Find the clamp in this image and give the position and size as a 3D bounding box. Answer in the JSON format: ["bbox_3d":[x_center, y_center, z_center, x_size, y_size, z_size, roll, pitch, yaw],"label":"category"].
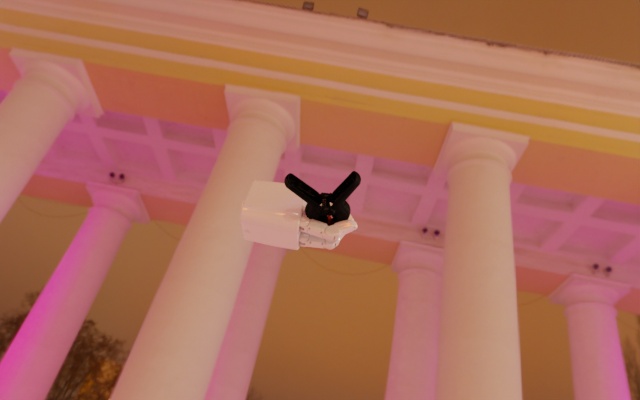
[{"bbox_3d":[0.000,0.002,0.810,0.120,0.039,0.172,8,-34,2],"label":"clamp"}]
